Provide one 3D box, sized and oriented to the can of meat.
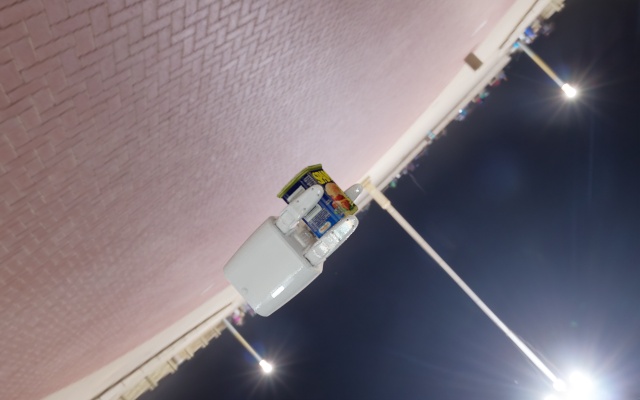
[{"bbox_3d":[0.000,0.002,0.630,0.057,0.084,0.102,-43,-4,15],"label":"can of meat"}]
